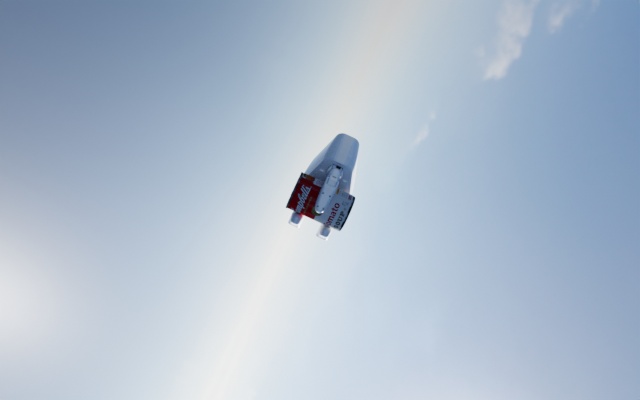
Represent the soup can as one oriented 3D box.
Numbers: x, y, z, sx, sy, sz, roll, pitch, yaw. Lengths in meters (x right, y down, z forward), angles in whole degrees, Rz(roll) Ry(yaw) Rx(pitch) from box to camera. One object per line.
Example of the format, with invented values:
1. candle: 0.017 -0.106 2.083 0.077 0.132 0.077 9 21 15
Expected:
1. soup can: 0.000 0.003 0.816 0.102 0.068 0.068 25 -1 -2
